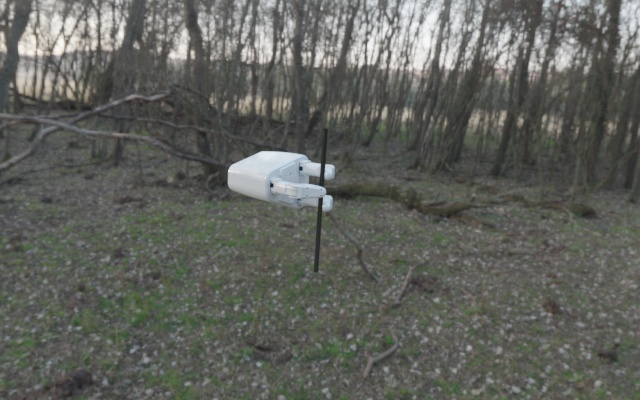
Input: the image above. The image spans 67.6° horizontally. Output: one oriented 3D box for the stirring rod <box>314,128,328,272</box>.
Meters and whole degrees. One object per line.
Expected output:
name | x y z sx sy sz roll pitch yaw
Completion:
stirring rod | 0.000 0.003 0.786 0.011 0.239 0.011 4 11 -1
